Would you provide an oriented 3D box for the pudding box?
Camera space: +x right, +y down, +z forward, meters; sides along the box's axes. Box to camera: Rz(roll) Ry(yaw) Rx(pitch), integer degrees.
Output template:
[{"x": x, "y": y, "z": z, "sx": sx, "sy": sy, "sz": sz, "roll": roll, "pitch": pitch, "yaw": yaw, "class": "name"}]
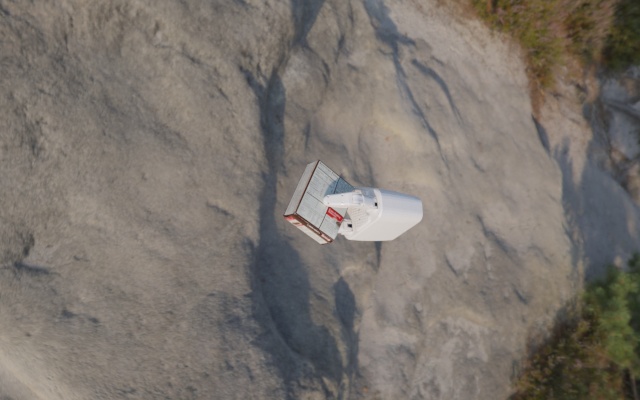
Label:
[{"x": 0.000, "y": 0.003, "z": 0.790, "sx": 0.090, "sy": 0.113, "sz": 0.039, "roll": 37, "pitch": -32, "yaw": -24, "class": "pudding box"}]
